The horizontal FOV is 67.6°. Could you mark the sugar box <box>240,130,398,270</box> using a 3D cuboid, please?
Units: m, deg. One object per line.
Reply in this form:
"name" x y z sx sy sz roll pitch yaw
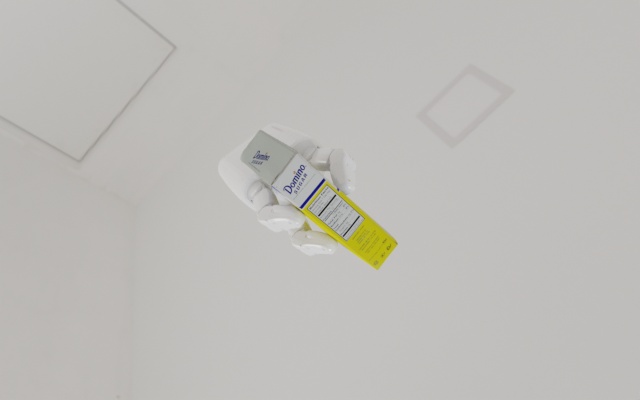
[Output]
"sugar box" 0.000 0.002 0.511 0.176 0.048 0.093 37 -1 -35
